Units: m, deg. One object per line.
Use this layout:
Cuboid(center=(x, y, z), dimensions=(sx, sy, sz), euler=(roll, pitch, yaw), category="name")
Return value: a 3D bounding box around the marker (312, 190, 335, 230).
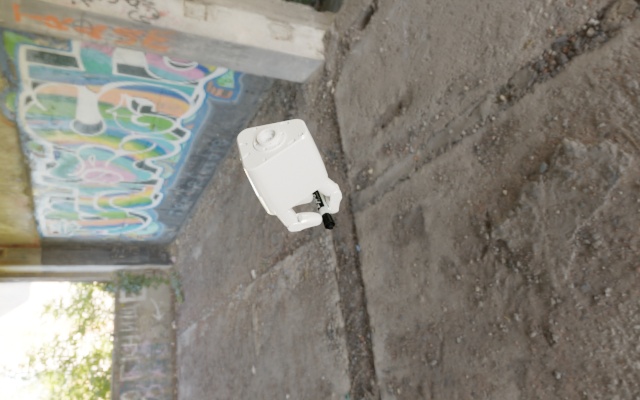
Cuboid(center=(0.000, 0.003, 0.819), dimensions=(0.020, 0.121, 0.020), euler=(-12, -42, -11), category="marker")
